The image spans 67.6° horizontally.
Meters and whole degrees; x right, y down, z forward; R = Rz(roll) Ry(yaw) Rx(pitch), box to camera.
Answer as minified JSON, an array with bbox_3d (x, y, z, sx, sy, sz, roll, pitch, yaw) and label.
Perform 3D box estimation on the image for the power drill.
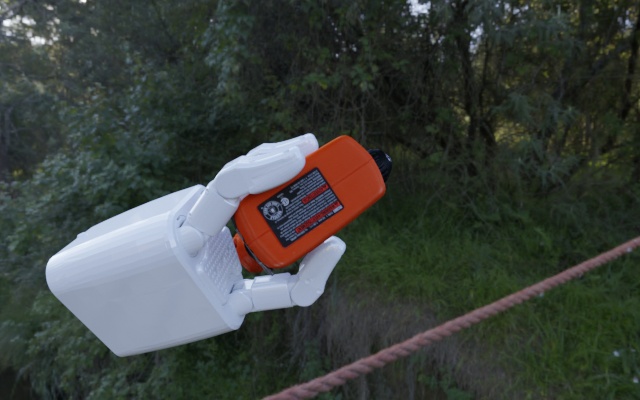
[{"bbox_3d":[0.000,0.001,0.415,0.184,0.057,0.188,-36,-4,-7],"label":"power drill"}]
